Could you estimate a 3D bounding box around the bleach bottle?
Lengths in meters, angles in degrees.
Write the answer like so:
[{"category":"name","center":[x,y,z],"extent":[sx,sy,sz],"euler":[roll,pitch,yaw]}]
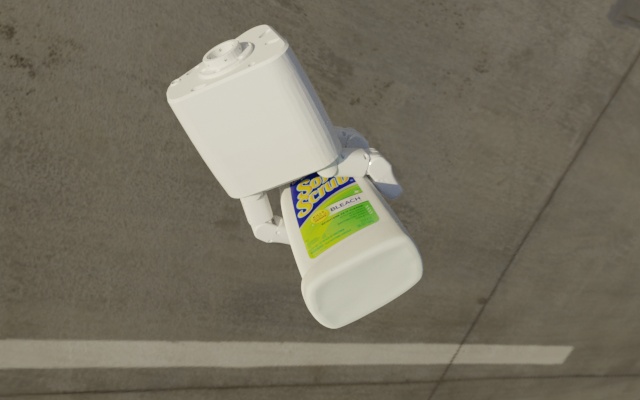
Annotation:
[{"category":"bleach bottle","center":[0.000,0.002,0.471],"extent":[0.102,0.068,0.250],"euler":[-28,37,-2]}]
